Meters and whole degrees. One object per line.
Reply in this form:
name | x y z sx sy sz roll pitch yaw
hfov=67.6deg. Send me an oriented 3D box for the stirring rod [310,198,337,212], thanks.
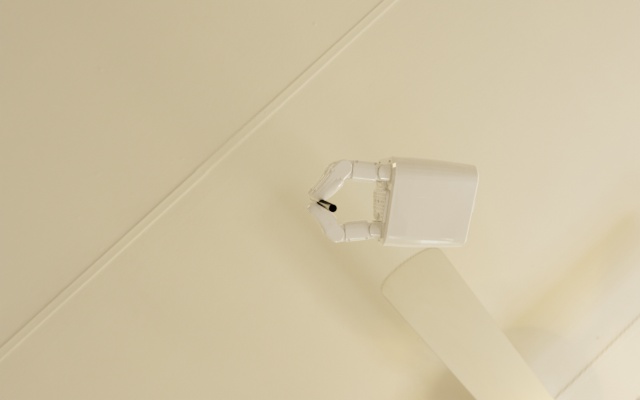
stirring rod | 0.000 0.002 0.572 0.011 0.011 0.239 0 3 -6
